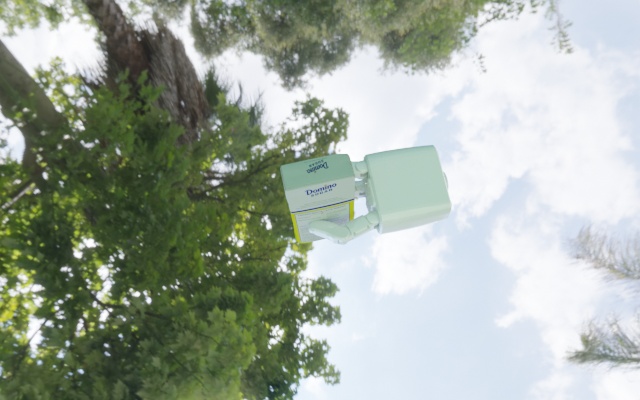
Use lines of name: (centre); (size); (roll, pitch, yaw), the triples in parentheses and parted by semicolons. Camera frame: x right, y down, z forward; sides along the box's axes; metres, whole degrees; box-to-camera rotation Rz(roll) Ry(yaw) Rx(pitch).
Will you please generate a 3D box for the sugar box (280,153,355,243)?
sugar box: (0.000, 0.002, 0.682); (0.093, 0.048, 0.176); (-12, -30, -4)
